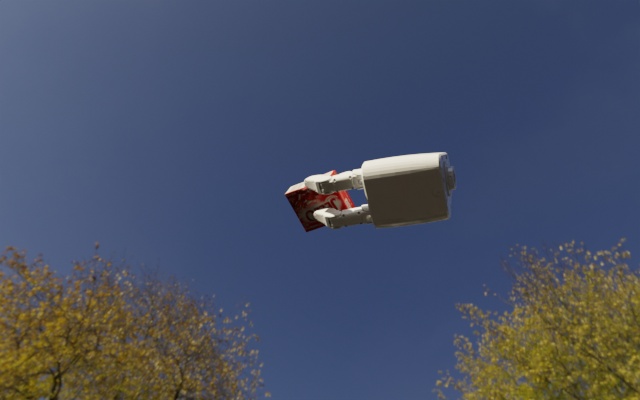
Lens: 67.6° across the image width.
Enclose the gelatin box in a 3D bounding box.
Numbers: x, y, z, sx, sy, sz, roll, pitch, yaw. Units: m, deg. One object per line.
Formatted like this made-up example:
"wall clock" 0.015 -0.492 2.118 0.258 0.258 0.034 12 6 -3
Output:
"gelatin box" 0.000 0.002 0.739 0.089 0.073 0.030 -19 19 30
